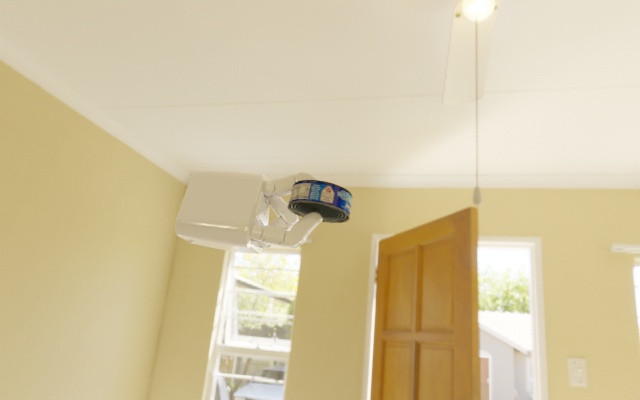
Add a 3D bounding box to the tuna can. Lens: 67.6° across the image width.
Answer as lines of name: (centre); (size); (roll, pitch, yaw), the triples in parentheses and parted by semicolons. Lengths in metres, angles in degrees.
tuna can: (0.000, 0.002, 0.651); (0.086, 0.033, 0.086); (10, -17, 3)
